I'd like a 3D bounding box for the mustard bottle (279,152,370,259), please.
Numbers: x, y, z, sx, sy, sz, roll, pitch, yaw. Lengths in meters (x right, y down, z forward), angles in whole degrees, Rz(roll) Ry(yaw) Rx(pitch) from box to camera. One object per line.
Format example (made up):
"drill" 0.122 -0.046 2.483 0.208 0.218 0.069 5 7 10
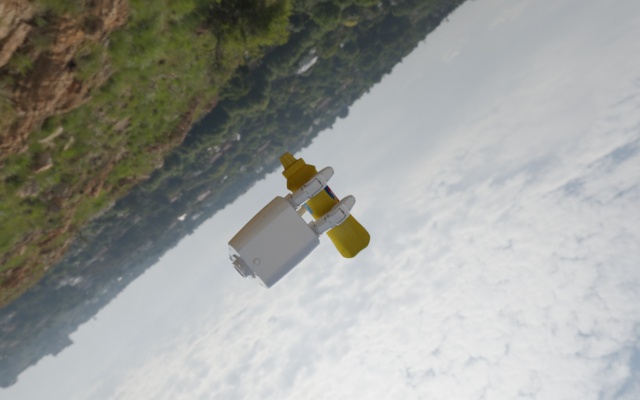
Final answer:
"mustard bottle" 0.001 0.002 0.765 0.058 0.191 0.096 -39 8 4
